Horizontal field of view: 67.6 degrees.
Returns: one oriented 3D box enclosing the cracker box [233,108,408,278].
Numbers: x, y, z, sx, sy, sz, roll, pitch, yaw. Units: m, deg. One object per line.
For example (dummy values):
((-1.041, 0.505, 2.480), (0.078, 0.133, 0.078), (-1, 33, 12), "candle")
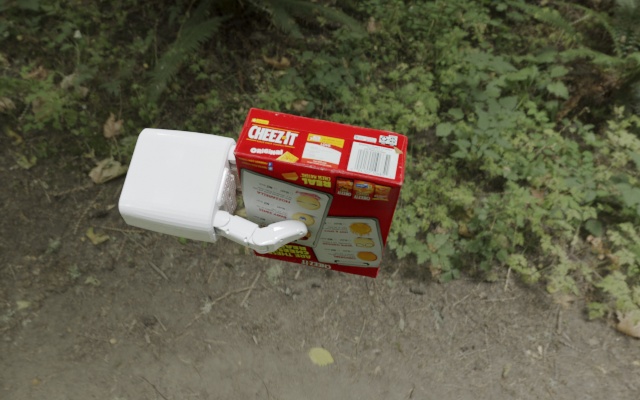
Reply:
((0.000, 0.002, 0.546), (0.164, 0.072, 0.214), (10, -32, 6), "cracker box")
